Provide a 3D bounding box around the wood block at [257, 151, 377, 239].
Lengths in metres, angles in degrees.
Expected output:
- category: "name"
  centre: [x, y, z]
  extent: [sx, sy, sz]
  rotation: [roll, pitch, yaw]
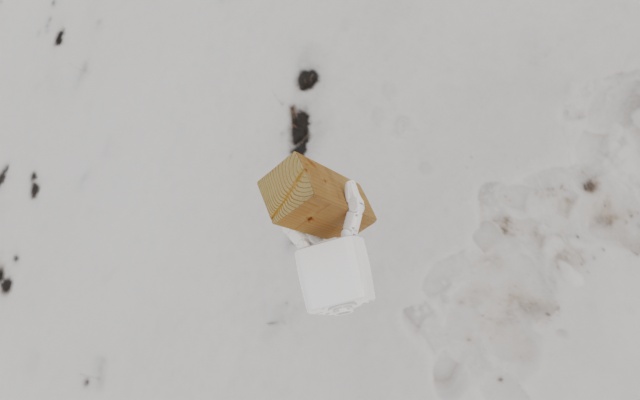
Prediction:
- category: "wood block"
  centre: [0.000, 0.003, 0.836]
  extent: [0.091, 0.090, 0.206]
  rotation: [-36, -30, 21]
